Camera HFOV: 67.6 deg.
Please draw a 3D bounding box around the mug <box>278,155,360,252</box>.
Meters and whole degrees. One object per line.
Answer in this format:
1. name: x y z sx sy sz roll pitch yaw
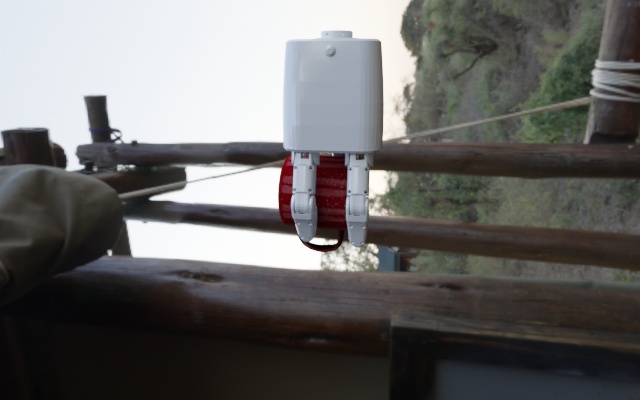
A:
1. mug: 0.000 0.003 0.544 0.081 0.117 0.093 4 14 10
